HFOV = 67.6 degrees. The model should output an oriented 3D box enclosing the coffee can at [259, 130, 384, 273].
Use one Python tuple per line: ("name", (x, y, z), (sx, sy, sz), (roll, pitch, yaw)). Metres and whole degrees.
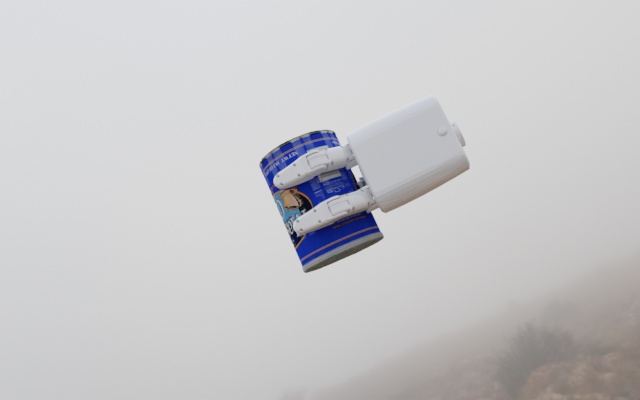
("coffee can", (0.000, 0.002, 0.571), (0.103, 0.140, 0.103), (-23, -11, -5))
